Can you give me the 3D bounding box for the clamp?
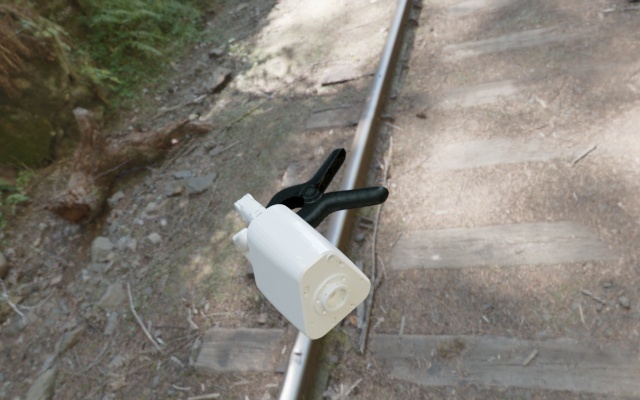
[{"bbox_3d":[0.000,0.002,0.619,0.171,0.039,0.120,-38,42,-16],"label":"clamp"}]
